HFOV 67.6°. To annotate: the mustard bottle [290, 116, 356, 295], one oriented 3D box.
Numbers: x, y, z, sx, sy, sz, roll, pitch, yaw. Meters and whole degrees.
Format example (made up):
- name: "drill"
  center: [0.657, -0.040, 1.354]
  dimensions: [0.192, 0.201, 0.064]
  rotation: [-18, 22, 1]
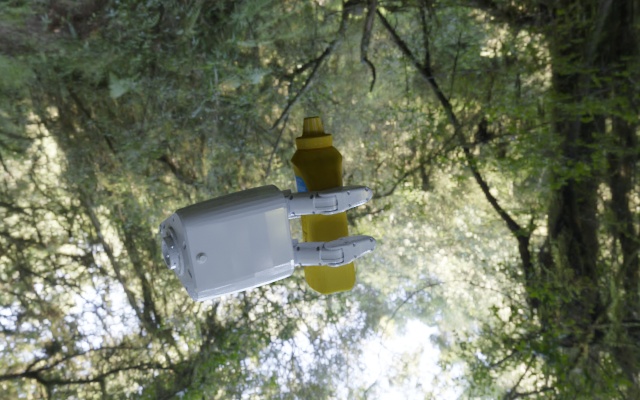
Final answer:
- name: "mustard bottle"
  center: [0.000, 0.002, 0.543]
  dimensions: [0.058, 0.192, 0.096]
  rotation: [-8, 12, -7]
